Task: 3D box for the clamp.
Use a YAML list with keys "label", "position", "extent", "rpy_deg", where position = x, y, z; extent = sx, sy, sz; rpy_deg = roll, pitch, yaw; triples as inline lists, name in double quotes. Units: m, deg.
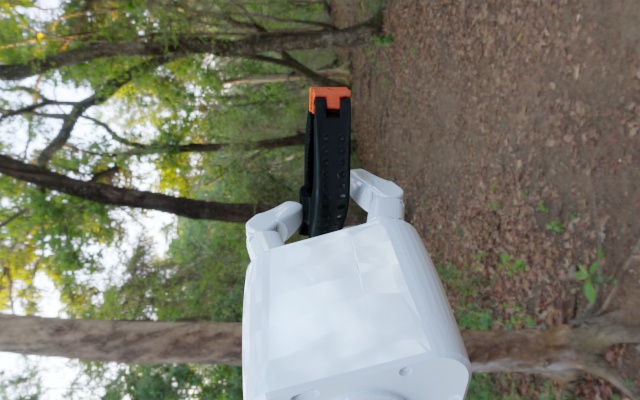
- label: "clamp"
  position: [-0.001, 0.001, 0.404]
  extent: [0.036, 0.210, 0.164]
  rpy_deg: [-2, 30, -8]
